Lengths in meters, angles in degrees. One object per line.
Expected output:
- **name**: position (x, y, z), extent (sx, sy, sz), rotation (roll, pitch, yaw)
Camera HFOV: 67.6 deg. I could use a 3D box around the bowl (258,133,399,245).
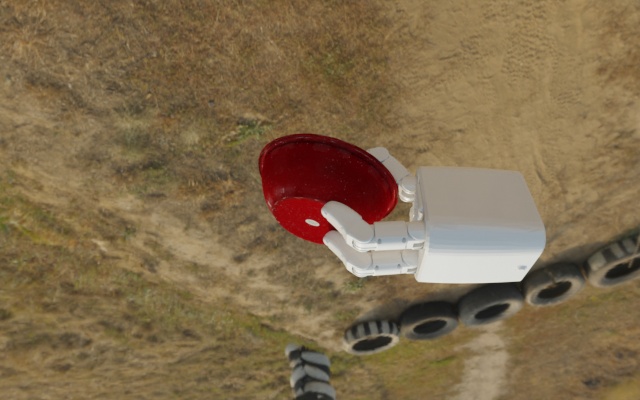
- **bowl**: position (-0.001, 0.002, 0.518), extent (0.162, 0.055, 0.162), rotation (14, -32, 9)
